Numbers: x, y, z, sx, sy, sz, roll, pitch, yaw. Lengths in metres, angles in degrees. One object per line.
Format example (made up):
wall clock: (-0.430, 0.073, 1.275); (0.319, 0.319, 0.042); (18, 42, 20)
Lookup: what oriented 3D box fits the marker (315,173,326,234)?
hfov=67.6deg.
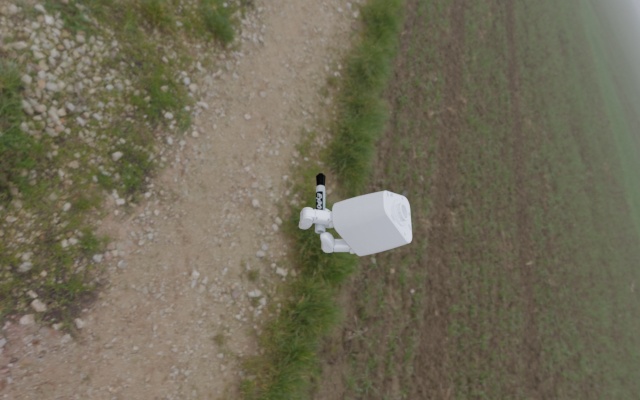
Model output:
marker: (0.000, 0.003, 0.890); (0.020, 0.121, 0.020); (1, -27, 0)
